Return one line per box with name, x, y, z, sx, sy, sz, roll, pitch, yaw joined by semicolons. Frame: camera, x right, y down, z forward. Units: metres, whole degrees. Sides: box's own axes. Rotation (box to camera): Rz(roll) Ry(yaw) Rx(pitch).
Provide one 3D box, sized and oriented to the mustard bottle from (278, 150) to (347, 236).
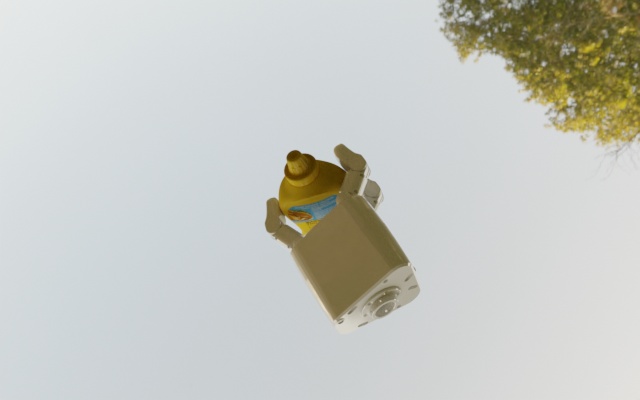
mustard bottle;0.000;0.002;0.609;0.096;0.058;0.192;-15;-37;13
